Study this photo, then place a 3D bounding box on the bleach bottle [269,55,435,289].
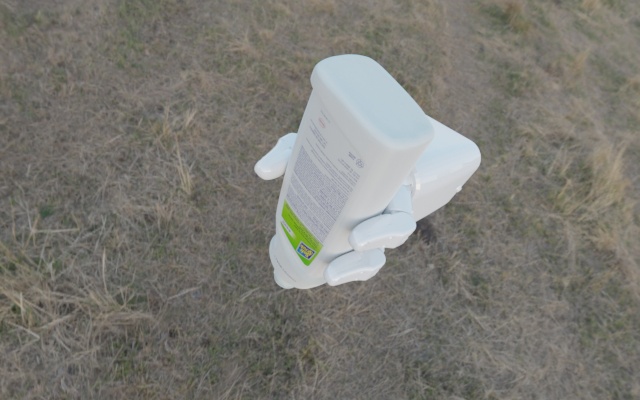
[{"bbox_3d":[0.000,0.001,0.434,0.068,0.102,0.251,-20,-27,-36],"label":"bleach bottle"}]
